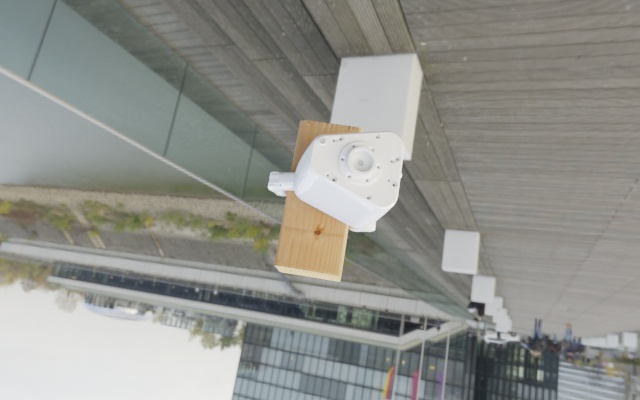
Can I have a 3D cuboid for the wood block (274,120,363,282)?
[{"bbox_3d":[0.000,0.002,0.678,0.091,0.206,0.090,9,-14,3],"label":"wood block"}]
